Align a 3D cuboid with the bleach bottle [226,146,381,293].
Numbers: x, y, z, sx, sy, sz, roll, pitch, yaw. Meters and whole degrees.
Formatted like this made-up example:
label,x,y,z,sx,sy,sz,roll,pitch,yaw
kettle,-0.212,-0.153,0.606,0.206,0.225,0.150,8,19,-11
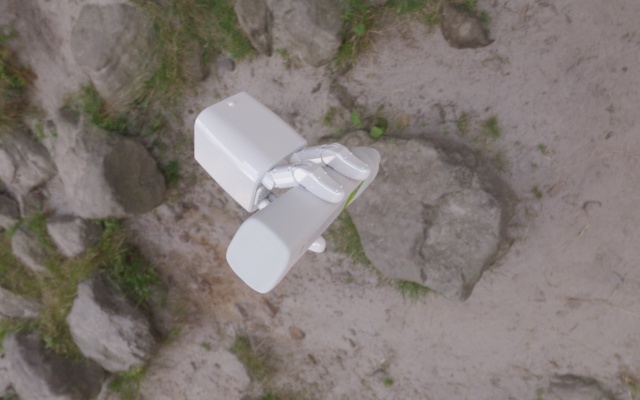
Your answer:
label,x,y,z,sx,sy,sz,roll,pitch,yaw
bleach bottle,0.000,0.002,0.583,0.250,0.068,0.103,-40,-10,-45
